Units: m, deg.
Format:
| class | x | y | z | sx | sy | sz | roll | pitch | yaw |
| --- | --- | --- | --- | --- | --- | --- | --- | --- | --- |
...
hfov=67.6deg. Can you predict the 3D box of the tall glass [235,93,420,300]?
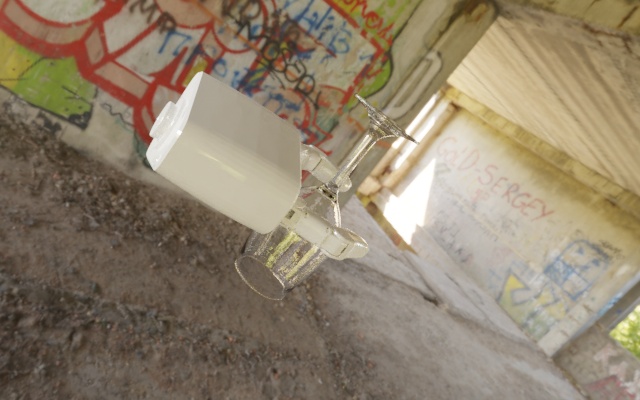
| class | x | y | z | sx | sy | sz | roll | pitch | yaw |
| --- | --- | --- | --- | --- | --- | --- | --- | --- | --- |
| tall glass | 0.001 | 0.001 | 0.453 | 0.079 | 0.201 | 0.079 | 36 | 14 | -10 |
